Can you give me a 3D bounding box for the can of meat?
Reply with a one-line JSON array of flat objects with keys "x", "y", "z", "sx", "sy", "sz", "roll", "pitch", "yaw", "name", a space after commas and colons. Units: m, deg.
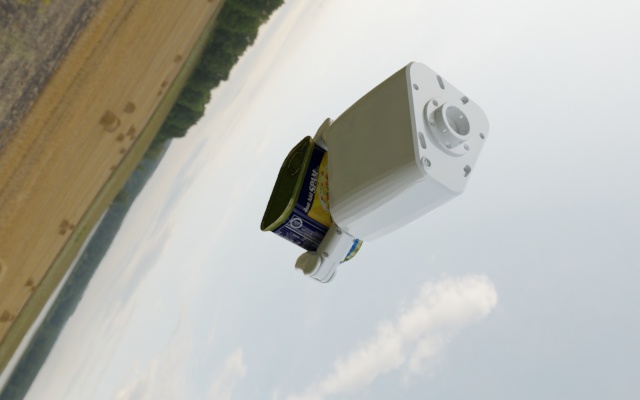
[{"x": 0.000, "y": 0.002, "z": 0.464, "sx": 0.084, "sy": 0.102, "sz": 0.057, "roll": 30, "pitch": -37, "yaw": -20, "name": "can of meat"}]
